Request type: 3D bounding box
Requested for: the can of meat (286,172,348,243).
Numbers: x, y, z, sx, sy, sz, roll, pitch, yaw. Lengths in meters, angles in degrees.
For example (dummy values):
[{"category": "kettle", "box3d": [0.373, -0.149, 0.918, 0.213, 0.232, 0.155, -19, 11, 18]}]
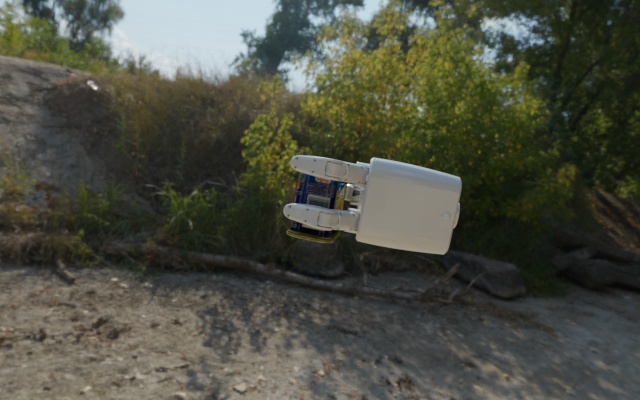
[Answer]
[{"category": "can of meat", "box3d": [0.000, 0.002, 0.591, 0.057, 0.084, 0.102, 12, 5, 9]}]
